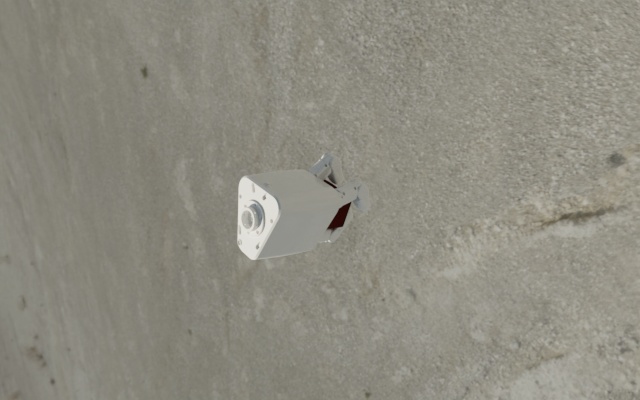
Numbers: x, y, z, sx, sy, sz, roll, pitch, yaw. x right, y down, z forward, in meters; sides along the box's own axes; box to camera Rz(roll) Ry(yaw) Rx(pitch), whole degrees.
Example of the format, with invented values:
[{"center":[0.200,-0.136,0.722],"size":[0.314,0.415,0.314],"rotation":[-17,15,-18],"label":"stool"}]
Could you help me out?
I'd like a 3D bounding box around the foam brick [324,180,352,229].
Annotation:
[{"center":[0.000,0.002,0.730],"size":[0.051,0.053,0.078],"rotation":[-4,29,-45],"label":"foam brick"}]
